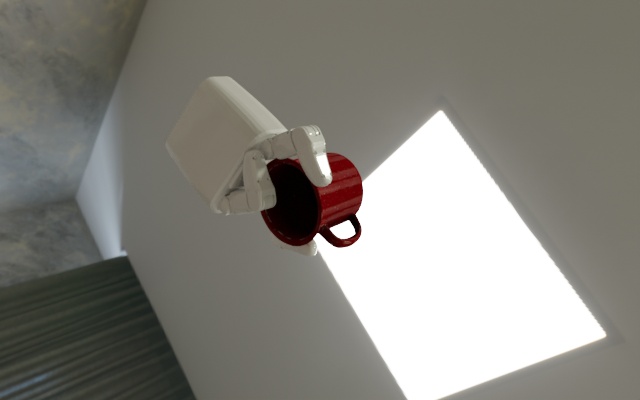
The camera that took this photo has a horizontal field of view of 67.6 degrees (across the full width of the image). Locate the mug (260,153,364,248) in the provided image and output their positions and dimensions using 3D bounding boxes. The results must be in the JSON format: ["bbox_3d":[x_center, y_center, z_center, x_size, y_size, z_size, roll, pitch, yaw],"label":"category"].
[{"bbox_3d":[0.001,0.003,0.510,0.081,0.093,0.117,-19,58,-46],"label":"mug"}]
